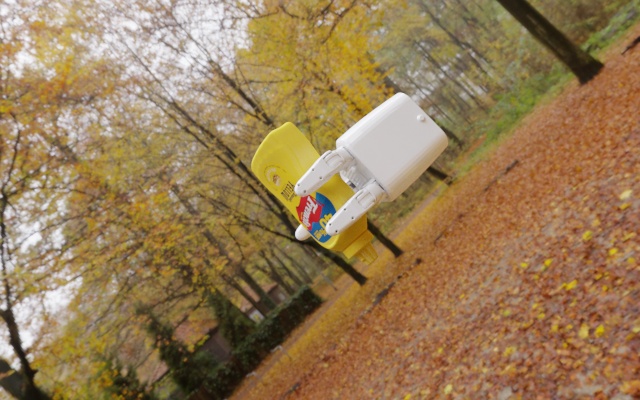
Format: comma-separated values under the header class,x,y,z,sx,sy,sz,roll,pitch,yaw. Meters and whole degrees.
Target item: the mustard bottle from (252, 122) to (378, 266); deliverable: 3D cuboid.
class,x,y,z,sx,sy,sz,roll,pitch,yaw
mustard bottle,0.000,0.002,0.582,0.058,0.191,0.096,-38,-8,-37
